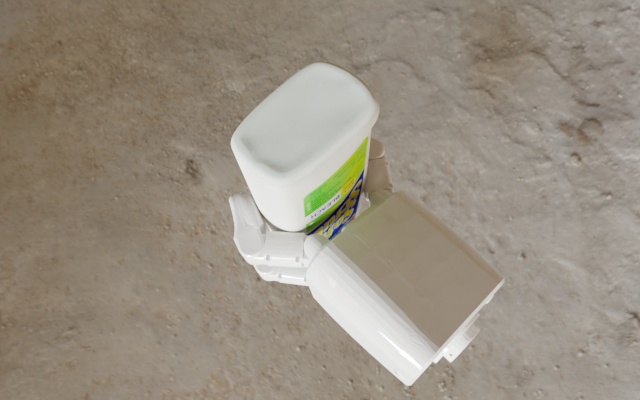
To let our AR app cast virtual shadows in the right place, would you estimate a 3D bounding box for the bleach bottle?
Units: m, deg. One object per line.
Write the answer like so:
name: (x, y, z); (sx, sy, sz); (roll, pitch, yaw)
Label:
bleach bottle: (0.000, 0.001, 0.420); (0.068, 0.102, 0.251); (41, -15, 22)
